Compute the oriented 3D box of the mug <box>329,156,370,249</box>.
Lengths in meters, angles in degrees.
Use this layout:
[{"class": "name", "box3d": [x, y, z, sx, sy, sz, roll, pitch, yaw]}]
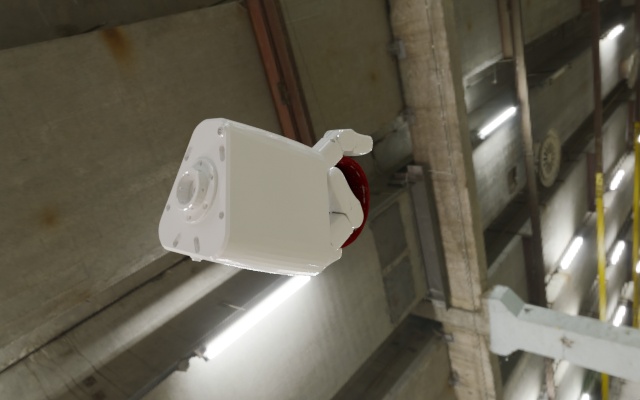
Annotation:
[{"class": "mug", "box3d": [0.001, 0.002, 0.514, 0.081, 0.093, 0.117, 6, -7, 42]}]
